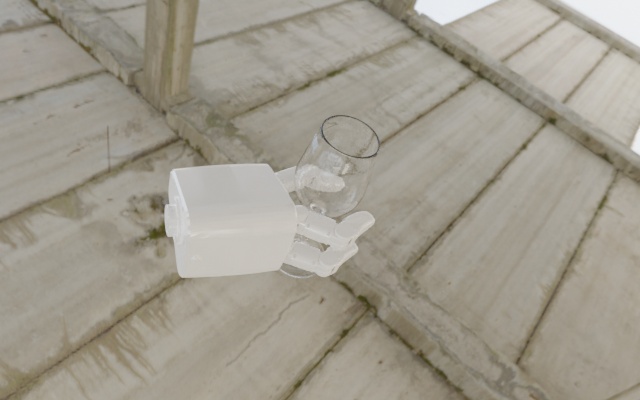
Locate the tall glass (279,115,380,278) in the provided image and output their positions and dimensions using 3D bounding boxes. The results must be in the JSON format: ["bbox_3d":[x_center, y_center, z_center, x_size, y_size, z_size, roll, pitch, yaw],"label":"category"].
[{"bbox_3d":[0.000,0.002,0.532,0.079,0.079,0.201,0,-40,-23],"label":"tall glass"}]
